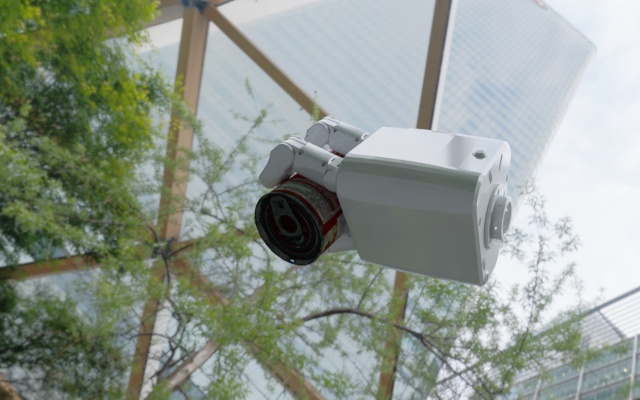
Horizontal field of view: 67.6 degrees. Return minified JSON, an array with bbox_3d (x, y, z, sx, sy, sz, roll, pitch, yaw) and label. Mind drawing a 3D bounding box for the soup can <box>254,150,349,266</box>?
[{"bbox_3d":[0.000,0.001,0.421,0.068,0.068,0.102,0,27,37],"label":"soup can"}]
